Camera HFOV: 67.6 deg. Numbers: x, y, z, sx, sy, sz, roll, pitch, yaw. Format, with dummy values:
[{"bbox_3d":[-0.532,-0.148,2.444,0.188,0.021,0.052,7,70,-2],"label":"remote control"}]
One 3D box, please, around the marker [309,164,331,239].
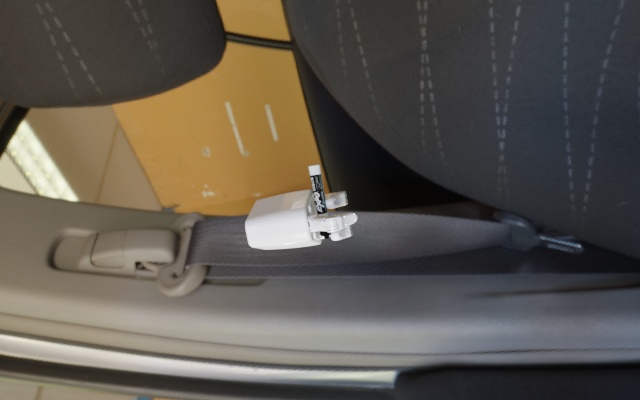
[{"bbox_3d":[0.000,0.003,0.772,0.020,0.121,0.020,-10,6,1],"label":"marker"}]
